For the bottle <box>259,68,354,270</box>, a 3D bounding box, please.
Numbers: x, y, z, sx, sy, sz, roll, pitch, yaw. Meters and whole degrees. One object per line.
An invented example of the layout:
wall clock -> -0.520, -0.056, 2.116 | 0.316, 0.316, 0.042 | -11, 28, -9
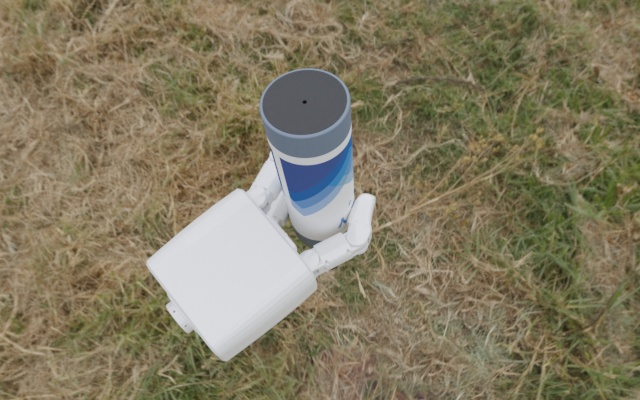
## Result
bottle -> 0.000, 0.001, 0.472 | 0.069, 0.069, 0.296 | 0, -30, 5
